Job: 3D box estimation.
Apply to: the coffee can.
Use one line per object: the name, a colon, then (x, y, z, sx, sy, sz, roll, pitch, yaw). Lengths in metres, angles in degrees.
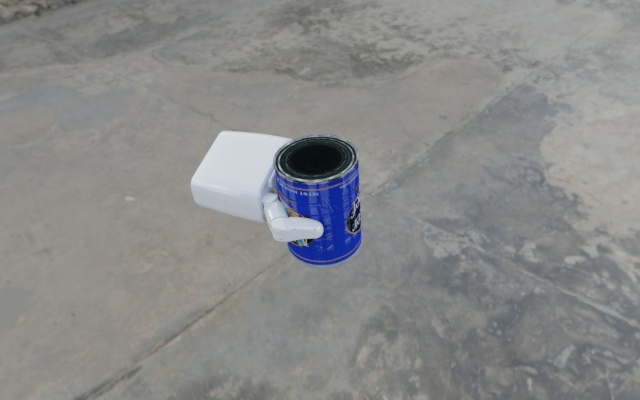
coffee can: (0.000, 0.002, 0.607, 0.103, 0.140, 0.102, -4, 39, 3)
